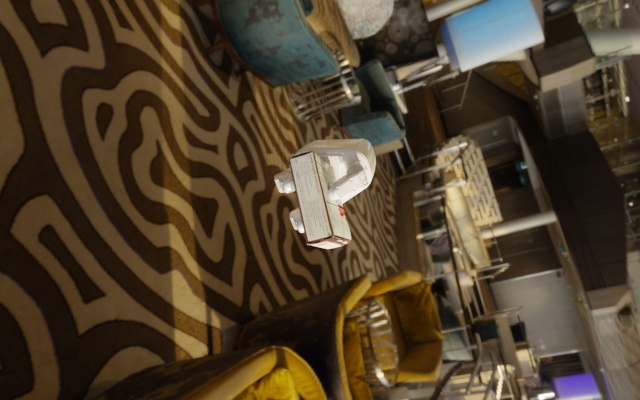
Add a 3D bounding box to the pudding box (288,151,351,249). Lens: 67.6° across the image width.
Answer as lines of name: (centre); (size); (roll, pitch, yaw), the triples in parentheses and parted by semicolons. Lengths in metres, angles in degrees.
pudding box: (0.000, 0.002, 0.608); (0.039, 0.113, 0.090); (-18, -14, 15)
